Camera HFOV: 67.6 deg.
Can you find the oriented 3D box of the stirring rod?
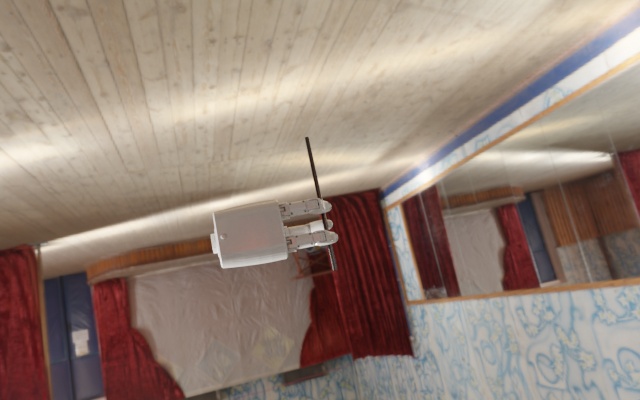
[{"bbox_3d":[0.000,0.003,0.828,0.011,0.239,0.011,-12,-12,-2],"label":"stirring rod"}]
